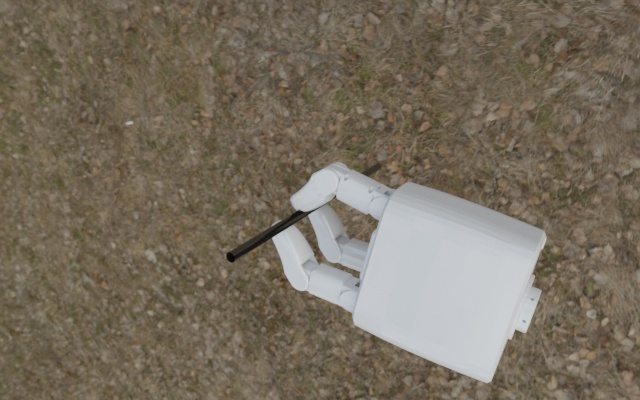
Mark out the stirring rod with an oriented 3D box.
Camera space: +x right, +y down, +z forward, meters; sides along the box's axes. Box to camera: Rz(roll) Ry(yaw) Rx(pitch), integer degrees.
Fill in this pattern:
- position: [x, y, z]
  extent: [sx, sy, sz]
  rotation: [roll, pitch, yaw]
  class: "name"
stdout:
- position: [0.000, 0.001, 0.429]
  extent: [0.011, 0.011, 0.239]
  rotation: [0, 19, 34]
  class: "stirring rod"
